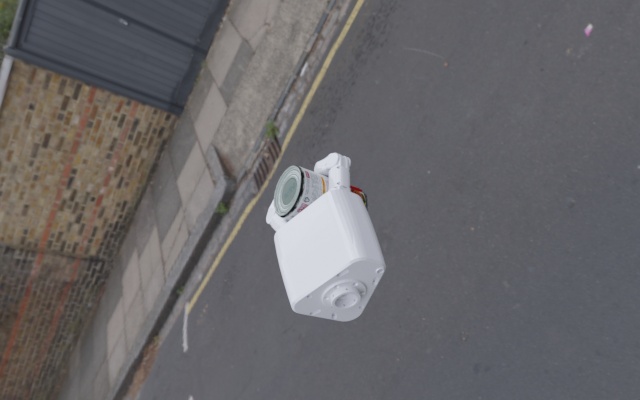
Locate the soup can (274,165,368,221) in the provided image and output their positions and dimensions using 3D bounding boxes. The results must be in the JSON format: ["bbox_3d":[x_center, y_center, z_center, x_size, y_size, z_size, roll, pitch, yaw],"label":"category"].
[{"bbox_3d":[0.000,0.001,0.608,0.102,0.068,0.068,18,-10,-31],"label":"soup can"}]
